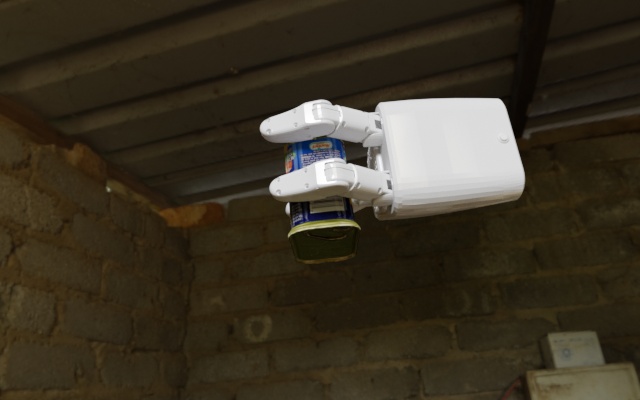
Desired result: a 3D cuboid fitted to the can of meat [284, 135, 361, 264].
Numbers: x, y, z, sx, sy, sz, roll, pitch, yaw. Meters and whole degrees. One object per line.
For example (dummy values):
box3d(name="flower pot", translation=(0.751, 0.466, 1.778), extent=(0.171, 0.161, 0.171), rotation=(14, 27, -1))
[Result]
box3d(name="can of meat", translation=(0.000, 0.001, 0.419), extent=(0.057, 0.084, 0.102), rotation=(-6, -22, 0))
